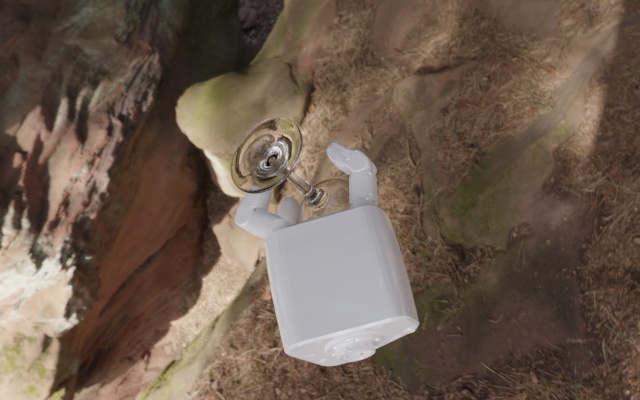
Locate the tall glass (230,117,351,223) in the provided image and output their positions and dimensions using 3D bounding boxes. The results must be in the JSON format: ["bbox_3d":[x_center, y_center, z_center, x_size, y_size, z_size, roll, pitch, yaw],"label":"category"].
[{"bbox_3d":[0.000,0.001,0.485,0.079,0.079,0.201,0,-24,32],"label":"tall glass"}]
